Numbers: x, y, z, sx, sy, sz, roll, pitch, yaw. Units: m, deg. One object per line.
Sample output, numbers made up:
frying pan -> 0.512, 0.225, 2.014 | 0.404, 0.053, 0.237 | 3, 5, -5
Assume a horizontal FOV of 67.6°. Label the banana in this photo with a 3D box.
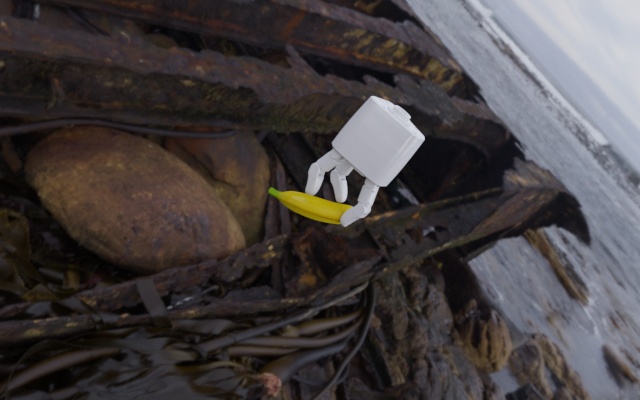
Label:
banana -> 0.005, 0.012, 0.846 | 0.198, 0.037, 0.069 | 17, 23, -37
